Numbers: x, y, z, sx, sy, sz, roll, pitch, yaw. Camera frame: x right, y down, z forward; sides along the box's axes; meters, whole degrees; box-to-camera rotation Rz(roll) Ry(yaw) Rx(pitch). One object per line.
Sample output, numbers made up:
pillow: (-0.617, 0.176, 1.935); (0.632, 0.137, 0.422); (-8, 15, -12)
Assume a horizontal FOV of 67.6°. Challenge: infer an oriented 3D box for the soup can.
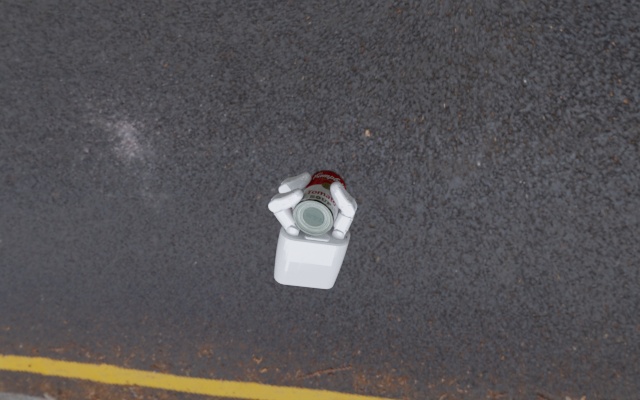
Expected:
soup can: (0.000, 0.002, 0.780); (0.068, 0.068, 0.102); (0, 30, 16)
